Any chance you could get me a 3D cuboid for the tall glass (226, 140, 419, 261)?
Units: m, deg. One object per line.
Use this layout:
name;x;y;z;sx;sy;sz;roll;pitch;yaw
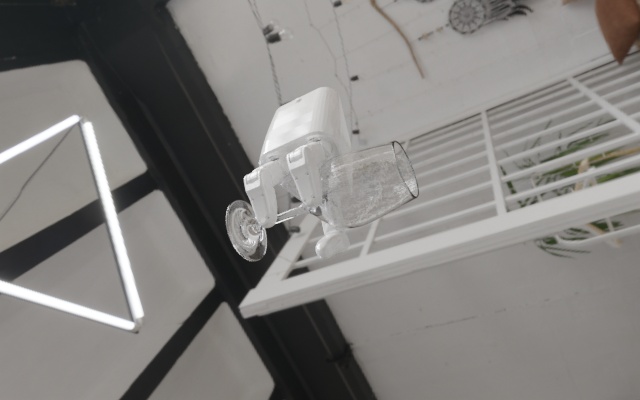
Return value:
tall glass;0.000;0.002;0.513;0.201;0.079;0.079;-21;-9;23
